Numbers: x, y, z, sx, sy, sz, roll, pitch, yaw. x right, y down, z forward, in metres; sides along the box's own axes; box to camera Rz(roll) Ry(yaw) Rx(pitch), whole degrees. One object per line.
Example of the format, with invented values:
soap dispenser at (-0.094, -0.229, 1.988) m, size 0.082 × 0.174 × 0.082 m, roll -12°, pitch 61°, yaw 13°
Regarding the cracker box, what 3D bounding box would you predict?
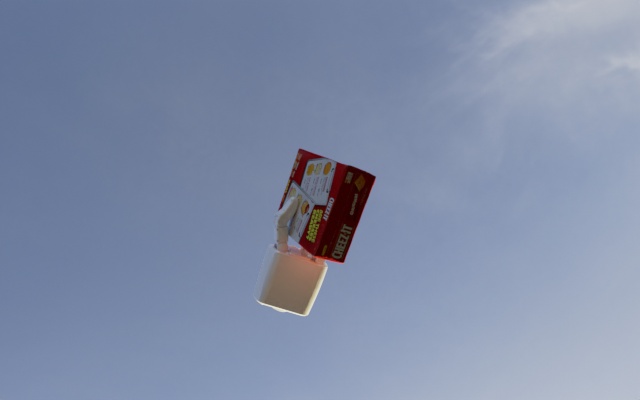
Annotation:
cracker box at (0.000, 0.003, 0.887) m, size 0.072 × 0.164 × 0.213 m, roll 17°, pitch 6°, yaw -28°
